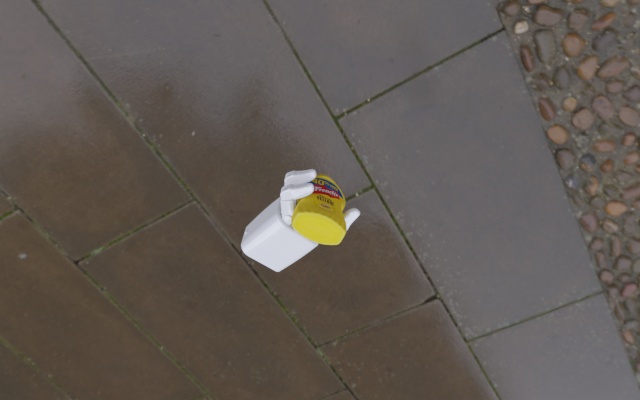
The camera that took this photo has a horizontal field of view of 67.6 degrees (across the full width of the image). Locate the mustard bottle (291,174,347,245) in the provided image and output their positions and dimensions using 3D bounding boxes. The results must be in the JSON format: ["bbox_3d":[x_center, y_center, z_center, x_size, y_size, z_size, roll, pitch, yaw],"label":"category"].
[{"bbox_3d":[0.000,0.003,0.897,0.096,0.058,0.191,21,28,-10],"label":"mustard bottle"}]
